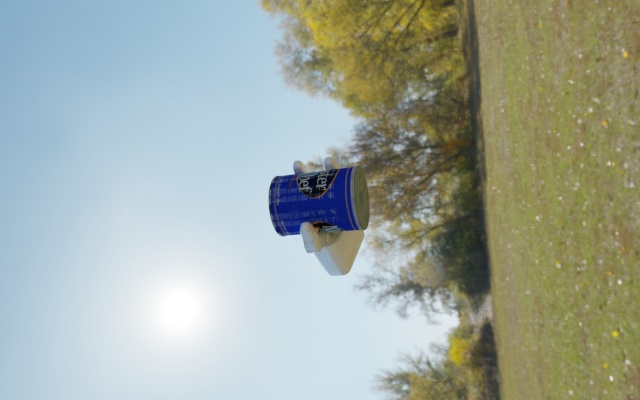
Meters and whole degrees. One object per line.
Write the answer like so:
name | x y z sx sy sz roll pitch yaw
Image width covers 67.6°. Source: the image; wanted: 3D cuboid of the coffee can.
coffee can | 0.000 0.002 0.772 0.140 0.103 0.103 -6 -2 17
